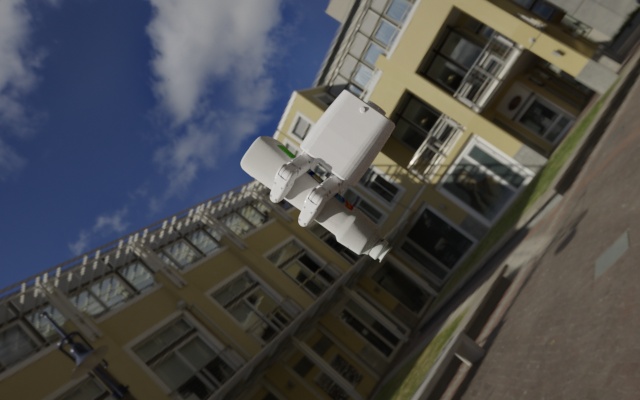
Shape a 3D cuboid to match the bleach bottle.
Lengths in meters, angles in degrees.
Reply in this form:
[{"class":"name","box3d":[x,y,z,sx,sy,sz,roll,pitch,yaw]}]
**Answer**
[{"class":"bleach bottle","box3d":[0.000,0.002,0.715,0.251,0.068,0.102,38,6,15]}]
